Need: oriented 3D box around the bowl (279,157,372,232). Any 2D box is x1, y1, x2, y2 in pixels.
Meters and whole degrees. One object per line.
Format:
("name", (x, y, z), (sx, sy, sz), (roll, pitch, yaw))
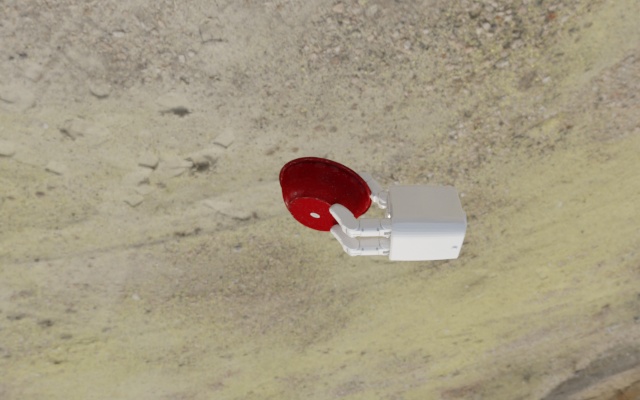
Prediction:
("bowl", (-0.001, 0.003, 0.779), (0.162, 0.055, 0.162), (14, -34, 10))
